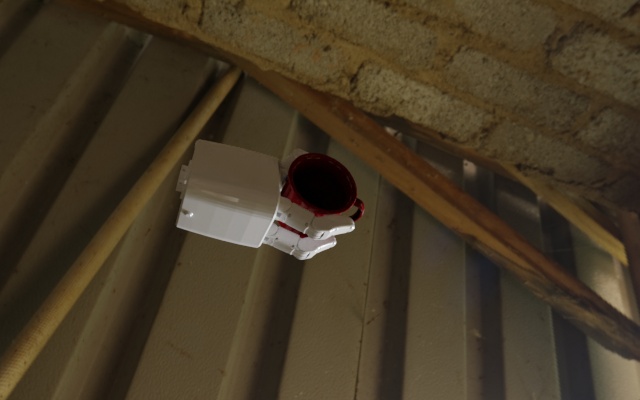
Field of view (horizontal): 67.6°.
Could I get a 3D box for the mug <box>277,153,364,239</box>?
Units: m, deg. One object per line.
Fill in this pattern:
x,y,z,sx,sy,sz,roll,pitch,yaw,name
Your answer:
0.001,0.003,0.630,0.117,0.093,0.081,17,-39,-15,mug
